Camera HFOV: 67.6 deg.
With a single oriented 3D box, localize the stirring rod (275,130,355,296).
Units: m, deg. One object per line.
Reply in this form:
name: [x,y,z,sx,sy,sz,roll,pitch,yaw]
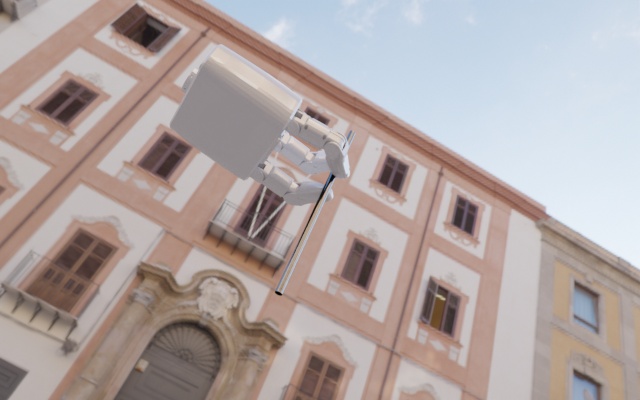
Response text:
stirring rod: [0.000,0.002,0.527,0.011,0.239,0.011,15,-38,12]
